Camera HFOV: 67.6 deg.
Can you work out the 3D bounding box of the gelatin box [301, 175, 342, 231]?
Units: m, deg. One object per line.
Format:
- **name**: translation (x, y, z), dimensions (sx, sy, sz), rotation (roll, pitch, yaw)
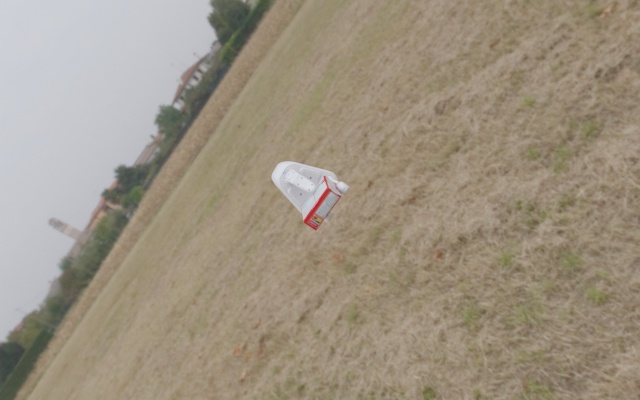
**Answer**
- **gelatin box**: translation (0.000, 0.003, 0.818), dimensions (0.030, 0.073, 0.089), rotation (34, 11, -13)
